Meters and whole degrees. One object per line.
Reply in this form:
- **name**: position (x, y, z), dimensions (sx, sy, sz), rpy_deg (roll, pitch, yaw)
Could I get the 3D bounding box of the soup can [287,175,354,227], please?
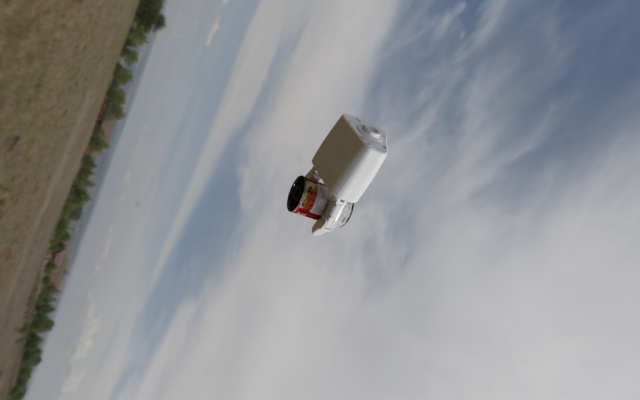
- **soup can**: position (0.000, 0.003, 0.854), dimensions (0.102, 0.068, 0.068), rpy_deg (19, -8, -24)
